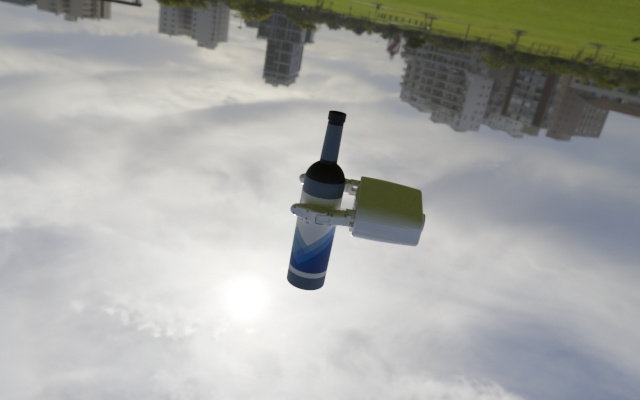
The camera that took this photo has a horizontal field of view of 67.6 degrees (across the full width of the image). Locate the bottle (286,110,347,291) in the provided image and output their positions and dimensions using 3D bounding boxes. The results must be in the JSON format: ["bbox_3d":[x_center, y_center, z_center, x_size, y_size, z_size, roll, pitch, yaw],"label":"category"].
[{"bbox_3d":[0.000,0.003,0.771,0.069,0.296,0.069,10,21,-4],"label":"bottle"}]
